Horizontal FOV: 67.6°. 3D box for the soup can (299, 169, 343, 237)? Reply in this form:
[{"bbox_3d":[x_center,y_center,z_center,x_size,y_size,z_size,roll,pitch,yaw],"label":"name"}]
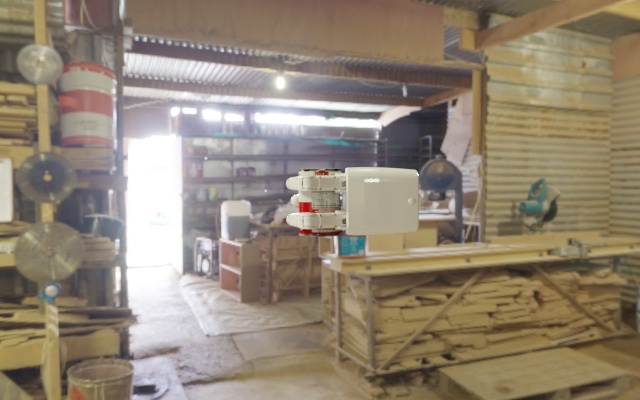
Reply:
[{"bbox_3d":[0.000,0.002,0.738,0.068,0.102,0.068,0,2,0],"label":"soup can"}]
